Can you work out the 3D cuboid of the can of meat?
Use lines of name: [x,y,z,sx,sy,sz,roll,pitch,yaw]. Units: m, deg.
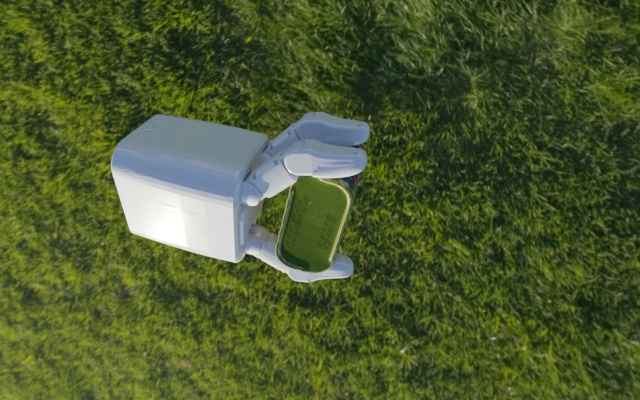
can of meat: [0.000,0.002,0.420,0.057,0.102,0.084,17,32,2]
